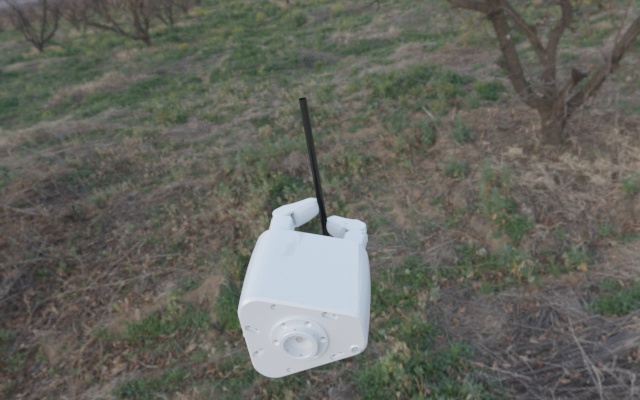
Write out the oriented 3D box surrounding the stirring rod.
[{"bbox_3d":[0.000,0.002,0.542,0.011,0.240,0.011,-8,27,4],"label":"stirring rod"}]
